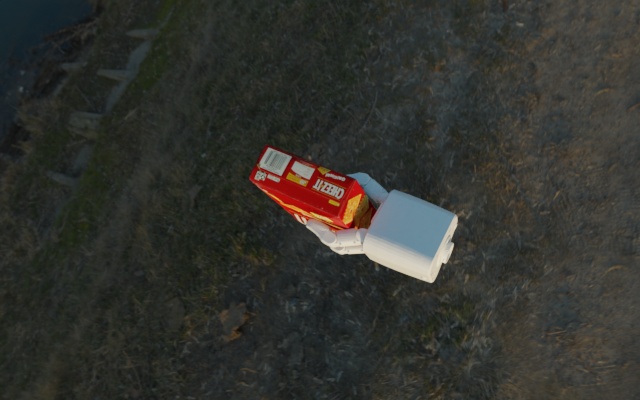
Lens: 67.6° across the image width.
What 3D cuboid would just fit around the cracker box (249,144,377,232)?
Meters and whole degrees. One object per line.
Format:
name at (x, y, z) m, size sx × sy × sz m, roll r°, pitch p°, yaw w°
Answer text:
cracker box at (0.000, 0.002, 0.791) m, size 0.164 × 0.072 × 0.214 m, roll 23°, pitch -11°, yaw 23°
